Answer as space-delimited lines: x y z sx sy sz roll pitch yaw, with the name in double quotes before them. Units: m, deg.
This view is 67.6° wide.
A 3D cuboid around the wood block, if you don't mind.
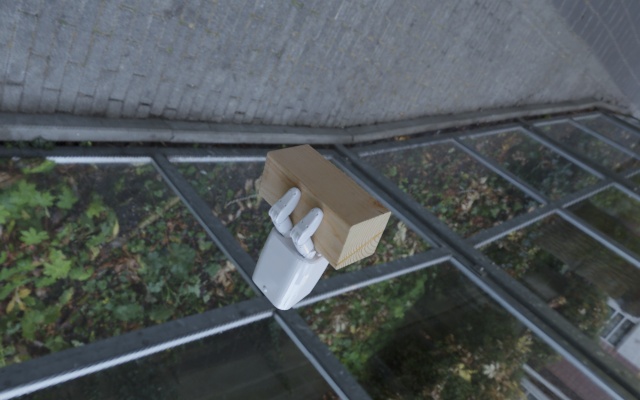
"wood block" 0.000 0.003 0.774 0.091 0.090 0.206 -16 46 -40
